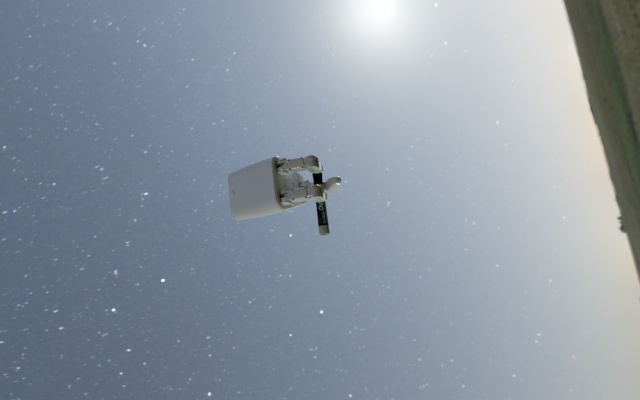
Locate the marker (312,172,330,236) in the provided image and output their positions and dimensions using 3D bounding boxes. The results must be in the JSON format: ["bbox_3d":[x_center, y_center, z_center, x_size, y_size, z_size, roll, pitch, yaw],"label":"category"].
[{"bbox_3d":[0.000,0.003,0.865,0.020,0.121,0.020,-7,-14,-2],"label":"marker"}]
